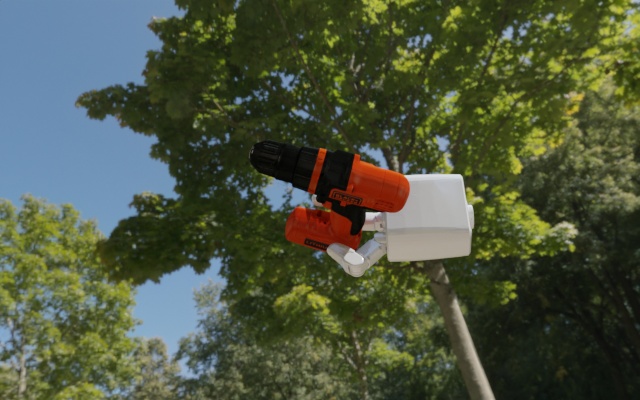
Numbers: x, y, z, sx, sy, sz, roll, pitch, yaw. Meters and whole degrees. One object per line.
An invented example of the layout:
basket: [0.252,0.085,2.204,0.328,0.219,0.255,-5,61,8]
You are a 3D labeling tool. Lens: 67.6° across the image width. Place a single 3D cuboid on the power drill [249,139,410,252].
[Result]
power drill: [0.000,0.002,0.598,0.184,0.057,0.188,17,-27,0]
